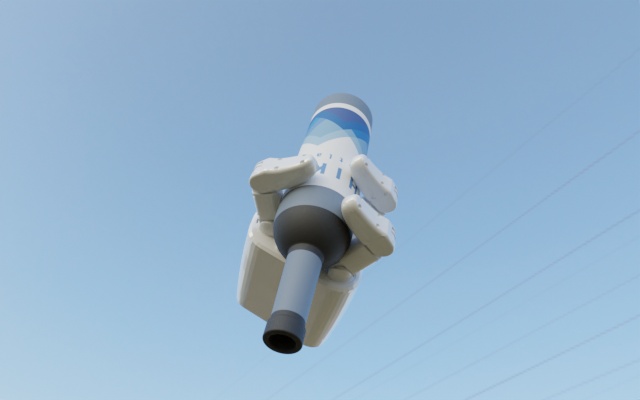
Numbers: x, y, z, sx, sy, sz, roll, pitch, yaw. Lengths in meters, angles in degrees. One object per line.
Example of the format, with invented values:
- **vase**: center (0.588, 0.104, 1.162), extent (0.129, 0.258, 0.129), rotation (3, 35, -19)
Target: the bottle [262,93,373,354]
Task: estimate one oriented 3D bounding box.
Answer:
- **bottle**: center (0.000, 0.001, 0.425), extent (0.069, 0.069, 0.295), rotation (0, 39, 13)
